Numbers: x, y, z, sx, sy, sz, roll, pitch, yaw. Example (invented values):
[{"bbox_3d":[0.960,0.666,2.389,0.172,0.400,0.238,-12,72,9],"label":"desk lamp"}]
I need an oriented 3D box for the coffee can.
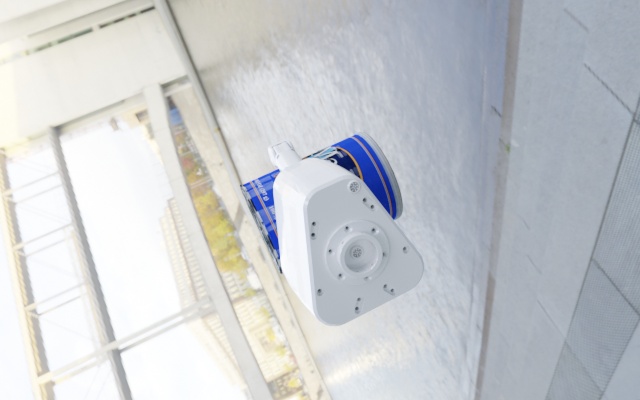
[{"bbox_3d":[0.000,0.001,0.504,0.140,0.103,0.103,-25,4,-10],"label":"coffee can"}]
